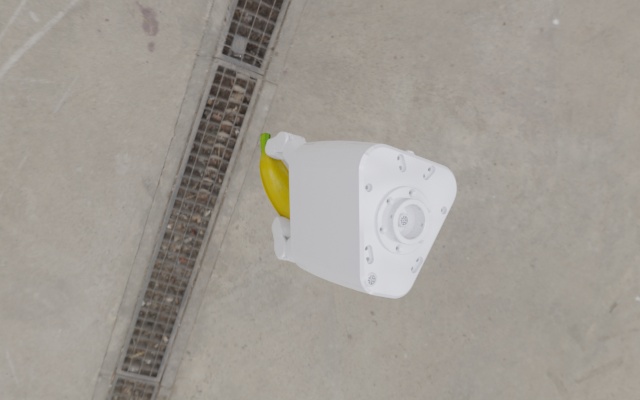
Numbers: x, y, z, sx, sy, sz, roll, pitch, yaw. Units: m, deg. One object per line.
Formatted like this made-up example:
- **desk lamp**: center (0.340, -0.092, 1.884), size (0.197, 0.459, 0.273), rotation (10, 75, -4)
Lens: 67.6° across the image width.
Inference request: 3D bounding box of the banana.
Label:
- **banana**: center (-0.009, 0.013, 0.540), size (0.037, 0.069, 0.198), rotation (-10, -49, 42)
